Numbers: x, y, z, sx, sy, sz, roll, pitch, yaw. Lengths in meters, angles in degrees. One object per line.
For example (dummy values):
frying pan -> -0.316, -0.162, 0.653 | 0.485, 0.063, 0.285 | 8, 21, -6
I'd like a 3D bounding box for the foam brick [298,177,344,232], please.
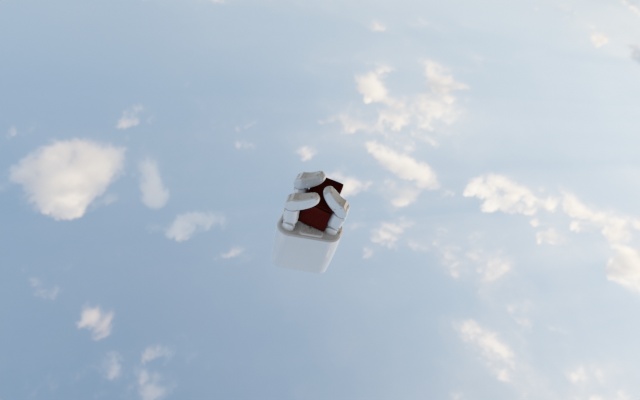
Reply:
foam brick -> 0.000, 0.003, 0.830 | 0.053, 0.051, 0.078 | 23, 45, 4
